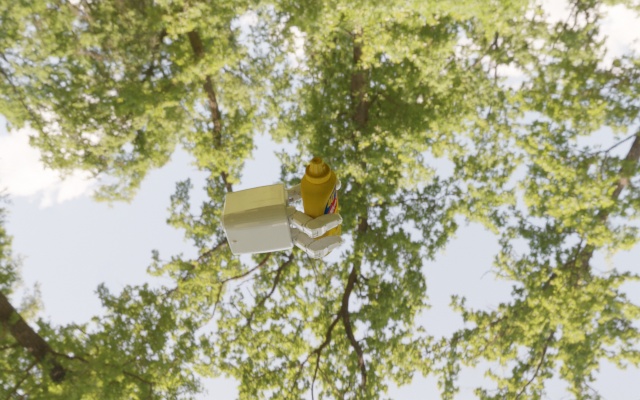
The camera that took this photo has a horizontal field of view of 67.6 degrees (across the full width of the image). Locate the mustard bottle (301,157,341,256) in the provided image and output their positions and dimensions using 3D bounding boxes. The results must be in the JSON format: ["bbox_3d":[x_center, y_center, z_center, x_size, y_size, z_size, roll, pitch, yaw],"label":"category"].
[{"bbox_3d":[0.000,0.003,0.816,0.058,0.096,0.192,9,-42,15],"label":"mustard bottle"}]
